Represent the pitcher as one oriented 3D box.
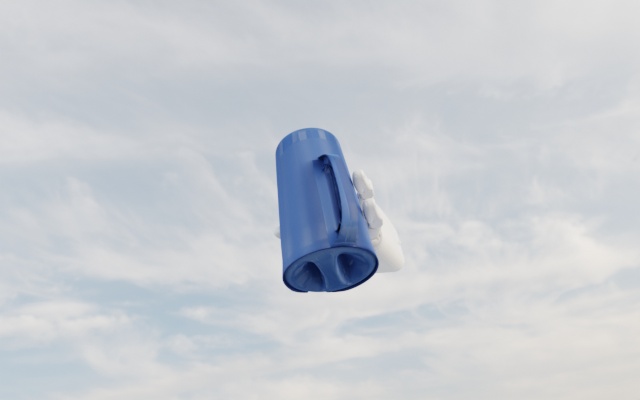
[{"bbox_3d":[0.000,0.002,0.709,0.149,0.242,0.145,-26,-39,20],"label":"pitcher"}]
